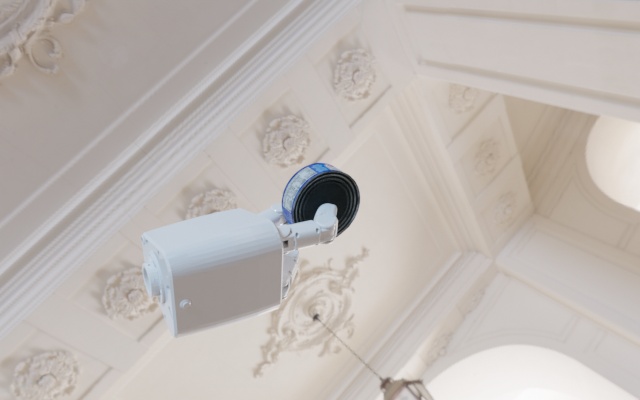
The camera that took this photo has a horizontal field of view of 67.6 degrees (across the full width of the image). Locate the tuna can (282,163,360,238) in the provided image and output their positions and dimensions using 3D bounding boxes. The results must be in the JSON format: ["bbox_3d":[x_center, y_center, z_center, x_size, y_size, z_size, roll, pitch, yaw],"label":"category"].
[{"bbox_3d":[0.000,0.002,0.539,0.086,0.086,0.033,0,22,-32],"label":"tuna can"}]
